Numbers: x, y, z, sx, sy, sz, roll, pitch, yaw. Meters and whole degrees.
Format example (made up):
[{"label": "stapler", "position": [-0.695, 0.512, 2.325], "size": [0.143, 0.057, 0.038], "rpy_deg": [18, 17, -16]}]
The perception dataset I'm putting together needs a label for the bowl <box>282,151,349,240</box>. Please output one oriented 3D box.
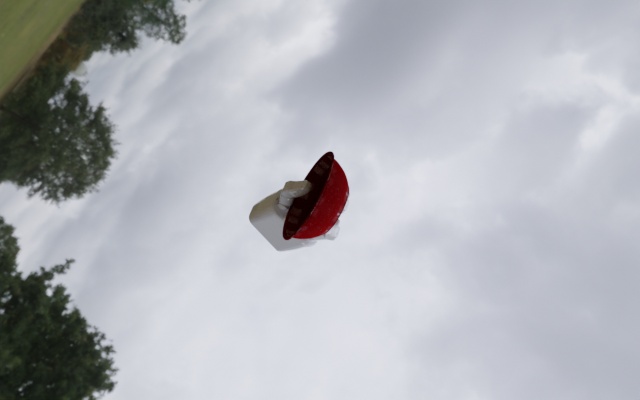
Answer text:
[{"label": "bowl", "position": [0.001, 0.003, 0.777], "size": [0.055, 0.162, 0.162], "rpy_deg": [28, -8, -14]}]
